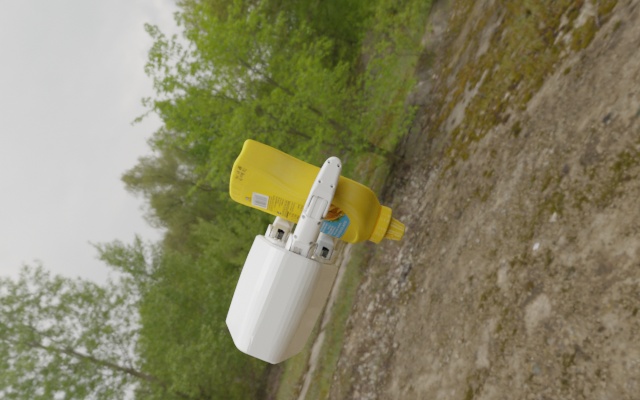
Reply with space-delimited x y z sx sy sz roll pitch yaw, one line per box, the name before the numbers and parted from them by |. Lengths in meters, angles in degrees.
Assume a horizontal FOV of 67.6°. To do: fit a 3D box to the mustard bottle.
mustard bottle | 0.000 0.001 0.518 0.191 0.058 0.096 21 -27 -1
